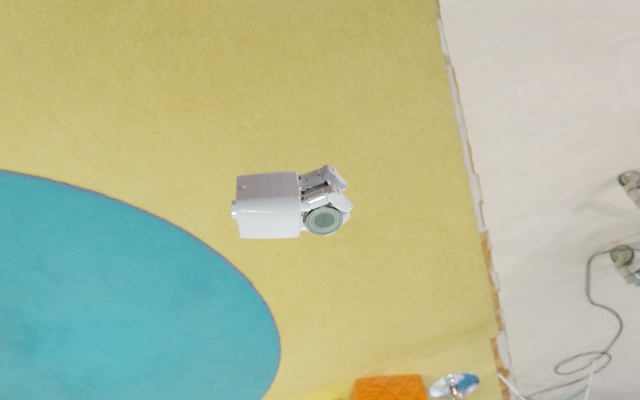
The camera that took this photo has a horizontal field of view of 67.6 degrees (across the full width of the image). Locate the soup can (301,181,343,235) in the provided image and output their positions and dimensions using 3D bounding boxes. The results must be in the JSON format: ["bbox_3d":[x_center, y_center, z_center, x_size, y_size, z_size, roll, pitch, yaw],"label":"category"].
[{"bbox_3d":[0.001,0.003,0.844,0.068,0.069,0.102,0,41,-9],"label":"soup can"}]
